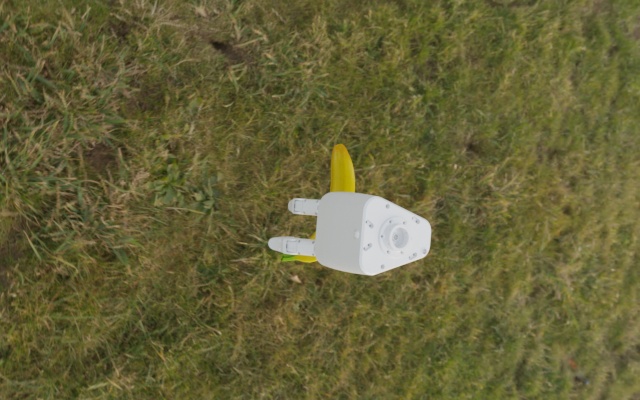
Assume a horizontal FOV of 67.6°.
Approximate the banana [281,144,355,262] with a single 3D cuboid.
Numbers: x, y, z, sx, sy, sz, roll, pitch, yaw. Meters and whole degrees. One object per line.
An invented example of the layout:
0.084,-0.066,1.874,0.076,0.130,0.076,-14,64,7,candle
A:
0.014,0.014,0.714,0.070,0.197,0.037,30,-11,-21,banana
